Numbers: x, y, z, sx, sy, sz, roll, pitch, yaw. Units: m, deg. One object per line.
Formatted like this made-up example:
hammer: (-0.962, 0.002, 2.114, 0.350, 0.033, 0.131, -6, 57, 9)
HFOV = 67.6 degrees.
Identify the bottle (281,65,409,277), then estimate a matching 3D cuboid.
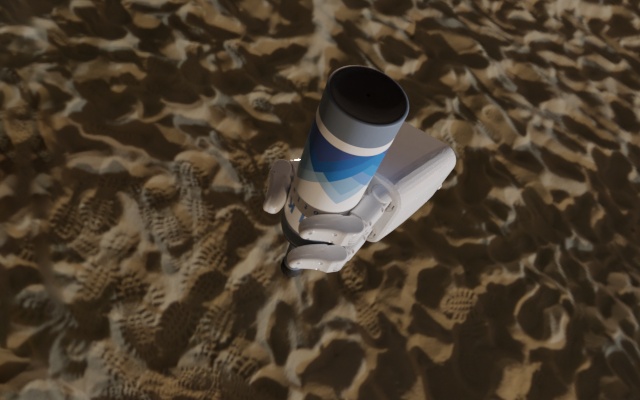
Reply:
bottle: (0.000, 0.001, 0.479, 0.069, 0.069, 0.296, 0, -34, -17)
